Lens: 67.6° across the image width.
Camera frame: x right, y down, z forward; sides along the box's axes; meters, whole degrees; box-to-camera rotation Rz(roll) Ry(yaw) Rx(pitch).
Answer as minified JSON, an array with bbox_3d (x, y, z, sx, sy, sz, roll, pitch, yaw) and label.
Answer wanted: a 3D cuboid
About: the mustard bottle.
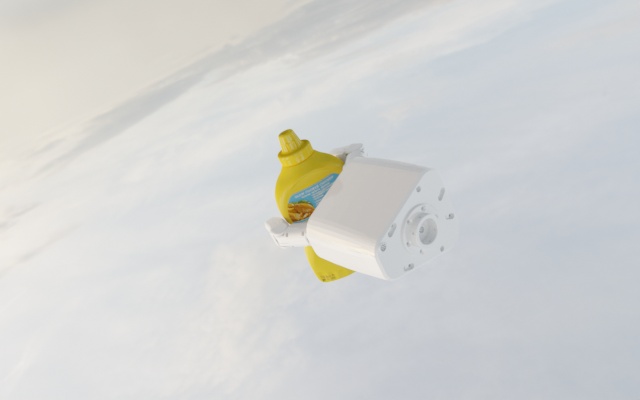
[{"bbox_3d":[0.000,0.002,0.569,0.096,0.192,0.058,-28,26,-2],"label":"mustard bottle"}]
